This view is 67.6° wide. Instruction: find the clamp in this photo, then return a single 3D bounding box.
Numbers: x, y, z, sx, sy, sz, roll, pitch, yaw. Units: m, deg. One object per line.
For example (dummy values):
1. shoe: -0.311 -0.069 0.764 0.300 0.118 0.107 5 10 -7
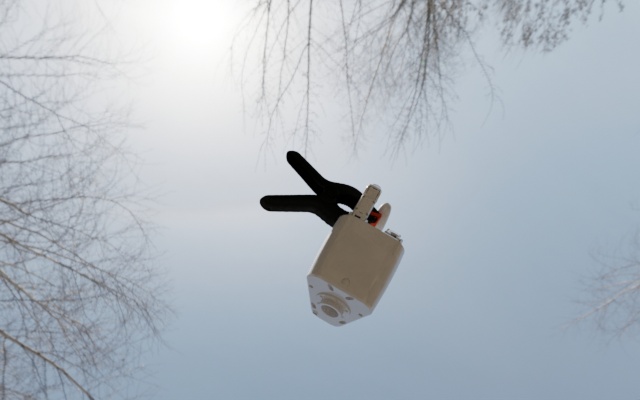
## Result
1. clamp: 0.000 0.003 0.683 0.171 0.120 0.039 29 -37 7
